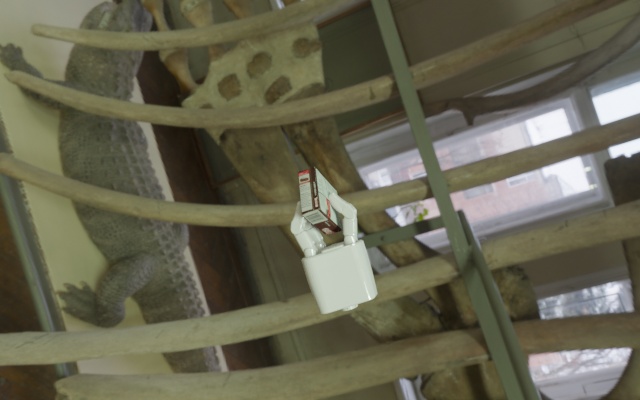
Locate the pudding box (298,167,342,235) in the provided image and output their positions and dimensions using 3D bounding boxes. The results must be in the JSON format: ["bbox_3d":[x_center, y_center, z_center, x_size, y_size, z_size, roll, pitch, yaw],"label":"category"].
[{"bbox_3d":[0.000,0.003,0.881,0.039,0.090,0.113,-16,-29,16],"label":"pudding box"}]
